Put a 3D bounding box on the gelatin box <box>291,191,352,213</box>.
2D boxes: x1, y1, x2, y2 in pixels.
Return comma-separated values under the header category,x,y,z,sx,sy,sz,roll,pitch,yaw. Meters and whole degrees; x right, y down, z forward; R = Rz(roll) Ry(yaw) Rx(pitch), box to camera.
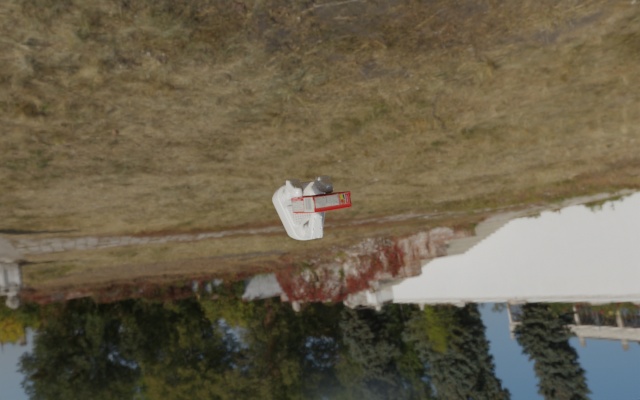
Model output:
category,x,y,z,sx,sy,sz,roll,pitch,yaw
gelatin box,0.000,0.003,0.825,0.073,0.030,0.089,-8,2,-27
